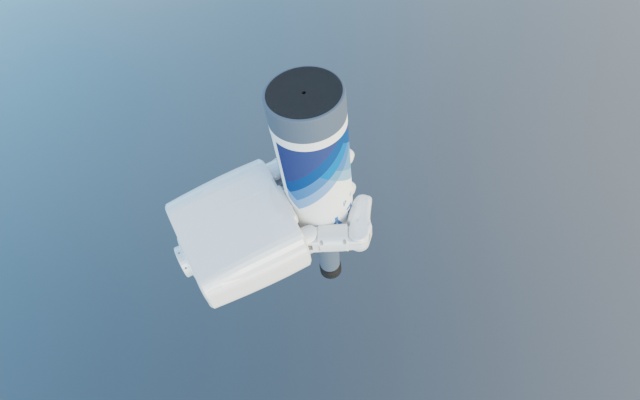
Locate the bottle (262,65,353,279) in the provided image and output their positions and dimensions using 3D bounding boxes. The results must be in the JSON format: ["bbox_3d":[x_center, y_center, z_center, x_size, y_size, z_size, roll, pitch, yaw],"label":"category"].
[{"bbox_3d":[0.000,0.001,0.492,0.069,0.069,0.296,0,-36,6],"label":"bottle"}]
